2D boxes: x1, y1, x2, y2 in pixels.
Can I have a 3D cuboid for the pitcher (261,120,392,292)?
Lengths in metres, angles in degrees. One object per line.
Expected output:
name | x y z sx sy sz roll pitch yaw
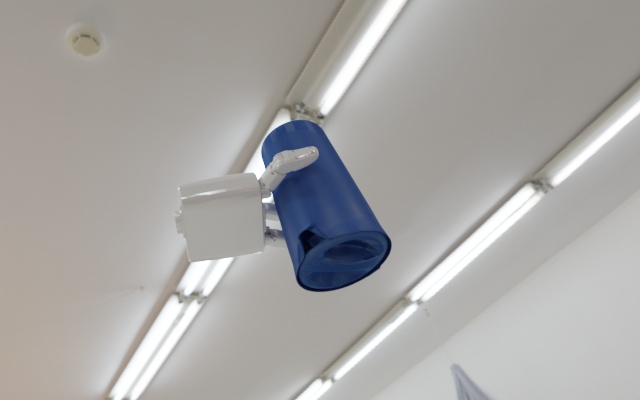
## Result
pitcher | 0.000 0.002 0.693 0.145 0.242 0.149 -10 -39 -17
